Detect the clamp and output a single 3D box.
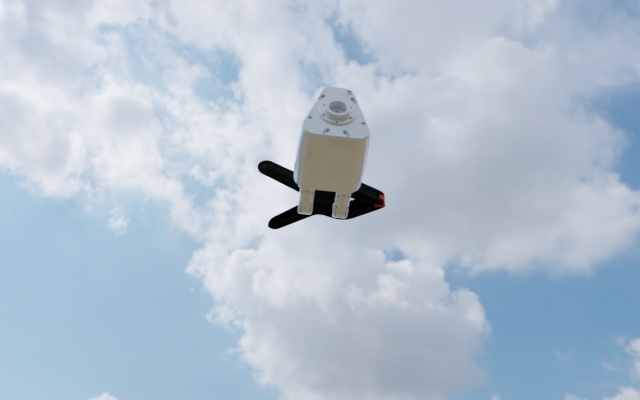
[{"bbox_3d":[0.001,0.002,0.799,0.210,0.036,0.165,6,-38,-3],"label":"clamp"}]
